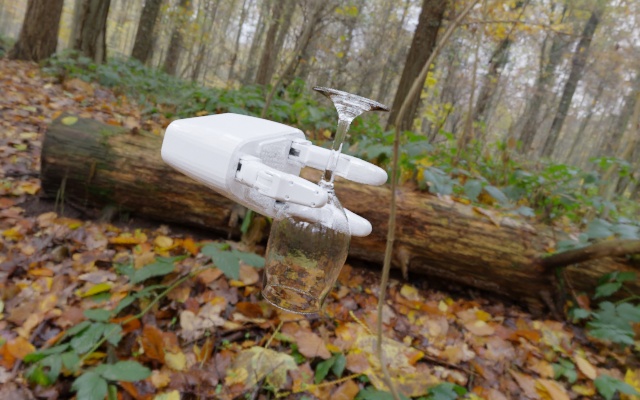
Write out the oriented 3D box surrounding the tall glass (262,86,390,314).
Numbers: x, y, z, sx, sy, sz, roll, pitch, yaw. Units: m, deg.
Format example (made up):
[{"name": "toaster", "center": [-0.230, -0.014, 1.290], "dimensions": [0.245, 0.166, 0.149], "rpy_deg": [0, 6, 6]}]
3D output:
[{"name": "tall glass", "center": [0.000, 0.001, 0.449], "dimensions": [0.079, 0.201, 0.079], "rpy_deg": [16, 8, -2]}]
